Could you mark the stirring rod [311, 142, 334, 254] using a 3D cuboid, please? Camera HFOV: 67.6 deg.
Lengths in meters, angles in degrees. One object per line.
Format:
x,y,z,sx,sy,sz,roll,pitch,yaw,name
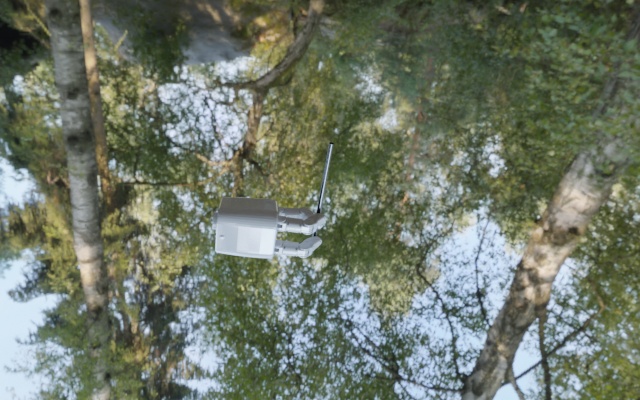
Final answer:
0.000,0.003,0.881,0.011,0.240,0.011,8,32,-5,stirring rod
